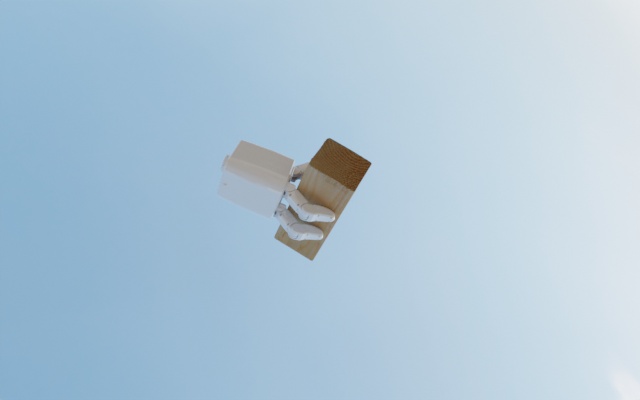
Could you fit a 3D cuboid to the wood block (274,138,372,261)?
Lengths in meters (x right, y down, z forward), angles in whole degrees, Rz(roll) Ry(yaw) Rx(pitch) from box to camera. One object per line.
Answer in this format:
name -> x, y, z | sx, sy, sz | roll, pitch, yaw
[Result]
wood block -> 0.000, 0.003, 0.860 | 0.090, 0.206, 0.090 | 31, 45, 2
